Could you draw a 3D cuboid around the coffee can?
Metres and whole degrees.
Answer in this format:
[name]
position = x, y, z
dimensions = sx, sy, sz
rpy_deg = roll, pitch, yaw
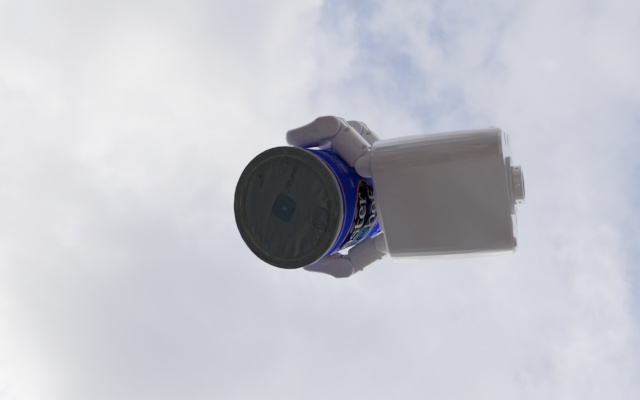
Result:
[coffee can]
position = 0.000, 0.002, 0.455
dimensions = 0.103, 0.103, 0.140
rpy_deg = 0, 4, 26
